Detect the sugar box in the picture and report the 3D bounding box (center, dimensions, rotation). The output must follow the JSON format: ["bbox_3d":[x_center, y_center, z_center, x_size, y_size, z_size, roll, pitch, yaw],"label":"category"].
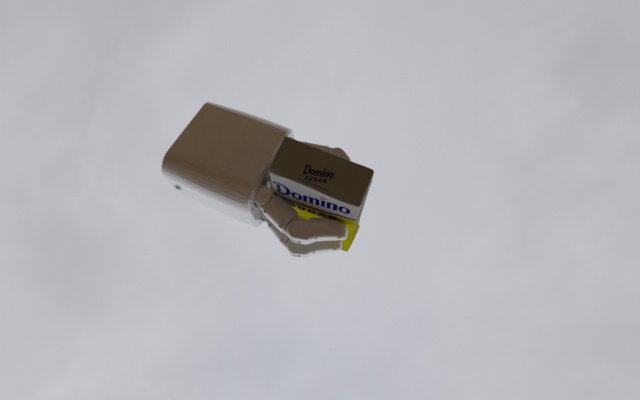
[{"bbox_3d":[0.000,0.002,0.514,0.093,0.048,0.176,22,-16,8],"label":"sugar box"}]
